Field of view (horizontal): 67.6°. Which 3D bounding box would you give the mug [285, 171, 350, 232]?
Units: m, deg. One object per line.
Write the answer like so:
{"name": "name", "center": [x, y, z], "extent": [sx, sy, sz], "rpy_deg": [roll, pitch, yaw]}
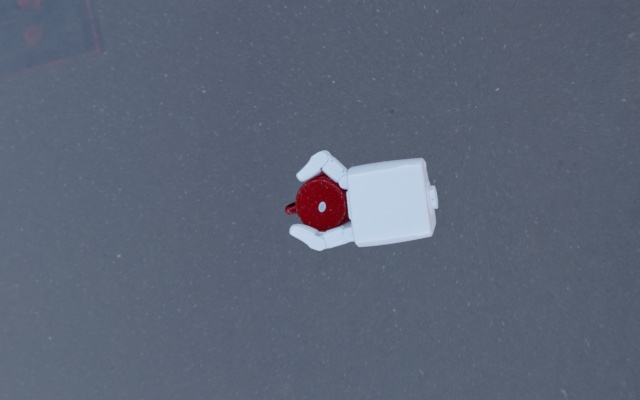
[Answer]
{"name": "mug", "center": [-0.001, 0.003, 0.734], "extent": [0.117, 0.093, 0.081], "rpy_deg": [-9, 8, 19]}
